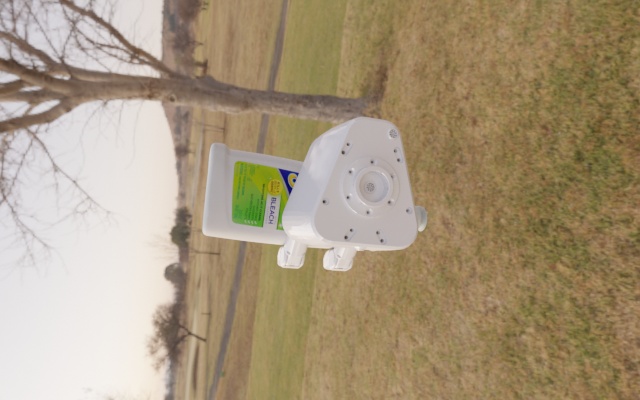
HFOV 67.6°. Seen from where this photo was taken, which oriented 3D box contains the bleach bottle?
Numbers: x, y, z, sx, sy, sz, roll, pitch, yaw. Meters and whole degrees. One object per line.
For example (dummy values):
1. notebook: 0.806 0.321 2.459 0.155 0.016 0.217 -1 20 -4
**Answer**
1. bleach bottle: 0.000 0.002 0.536 0.251 0.102 0.068 6 -4 -14
